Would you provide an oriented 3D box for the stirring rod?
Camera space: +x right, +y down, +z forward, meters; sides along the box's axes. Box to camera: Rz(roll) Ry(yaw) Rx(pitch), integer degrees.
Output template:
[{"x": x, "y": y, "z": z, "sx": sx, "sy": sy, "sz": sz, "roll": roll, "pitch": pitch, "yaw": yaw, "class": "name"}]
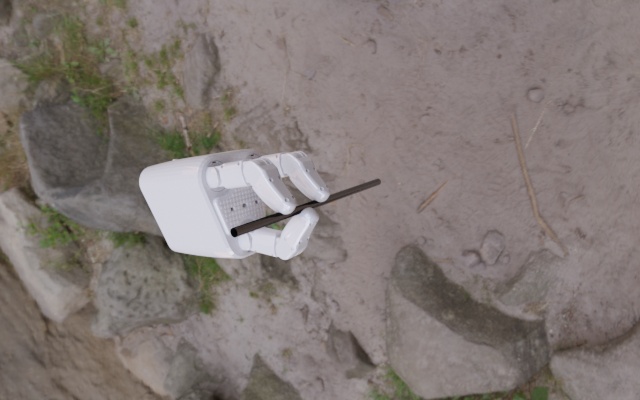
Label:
[{"x": 0.000, "y": 0.002, "z": 0.472, "sx": 0.011, "sy": 0.011, "sz": 0.239, "roll": 0, "pitch": 11, "yaw": 35, "class": "stirring rod"}]
